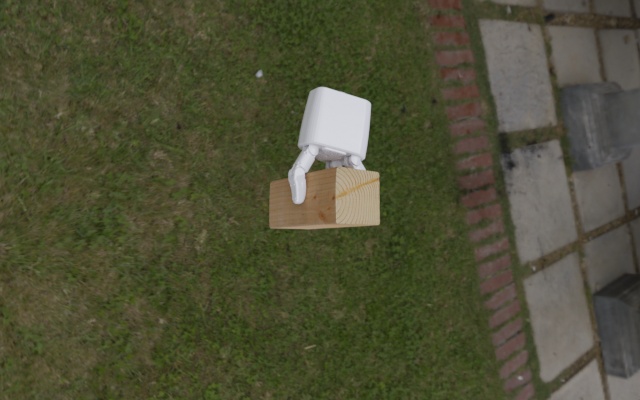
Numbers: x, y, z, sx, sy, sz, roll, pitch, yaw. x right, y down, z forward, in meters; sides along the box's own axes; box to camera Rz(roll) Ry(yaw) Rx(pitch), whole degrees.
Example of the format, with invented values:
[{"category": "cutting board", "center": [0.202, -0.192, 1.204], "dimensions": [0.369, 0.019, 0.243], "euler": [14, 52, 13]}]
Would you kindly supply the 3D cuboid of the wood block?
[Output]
[{"category": "wood block", "center": [0.000, 0.002, 0.833], "dimensions": [0.091, 0.090, 0.206], "euler": [5, -8, -35]}]
